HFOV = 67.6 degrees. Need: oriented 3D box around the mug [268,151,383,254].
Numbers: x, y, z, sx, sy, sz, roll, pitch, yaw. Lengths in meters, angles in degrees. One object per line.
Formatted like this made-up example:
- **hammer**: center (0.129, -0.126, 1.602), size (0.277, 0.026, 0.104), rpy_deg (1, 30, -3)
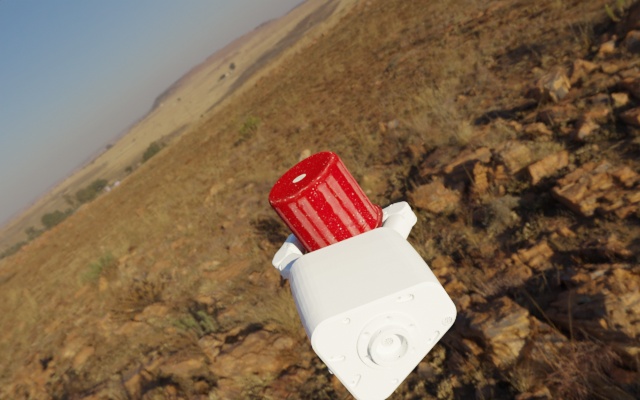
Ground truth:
- **mug**: center (0.000, 0.001, 0.489), size (0.093, 0.081, 0.117), rpy_deg (-36, 22, 2)
